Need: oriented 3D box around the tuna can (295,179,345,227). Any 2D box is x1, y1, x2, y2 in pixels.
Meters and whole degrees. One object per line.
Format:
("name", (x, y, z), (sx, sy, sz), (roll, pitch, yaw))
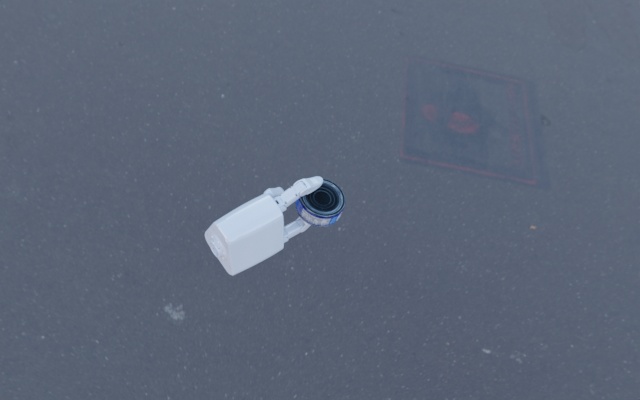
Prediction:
("tuna can", (0.000, 0.002, 0.847), (0.086, 0.086, 0.034), (0, -35, -17))
